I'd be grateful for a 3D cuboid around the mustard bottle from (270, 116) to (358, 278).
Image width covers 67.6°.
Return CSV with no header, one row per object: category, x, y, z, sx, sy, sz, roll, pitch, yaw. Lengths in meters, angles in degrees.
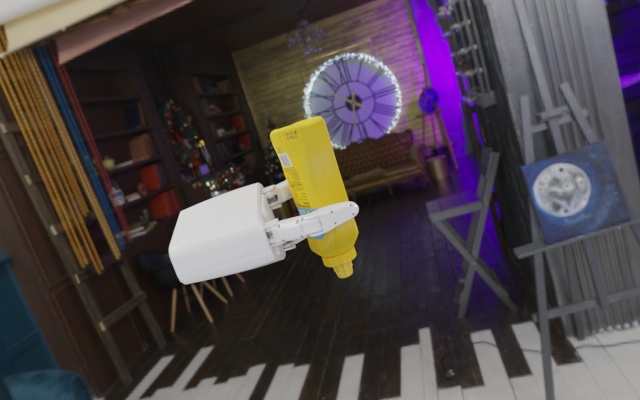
mustard bottle,0.000,0.001,0.560,0.058,0.192,0.096,-22,11,-21
